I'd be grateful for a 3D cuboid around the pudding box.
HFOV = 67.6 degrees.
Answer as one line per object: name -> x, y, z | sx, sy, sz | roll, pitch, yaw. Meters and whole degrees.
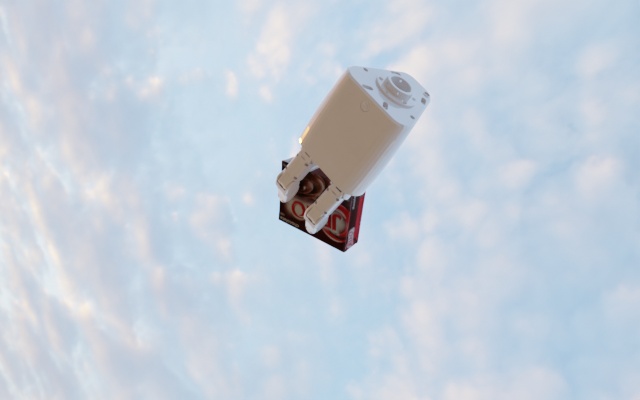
pudding box -> 0.000, 0.002, 0.609 | 0.113, 0.090, 0.039 | 26, 34, 31
